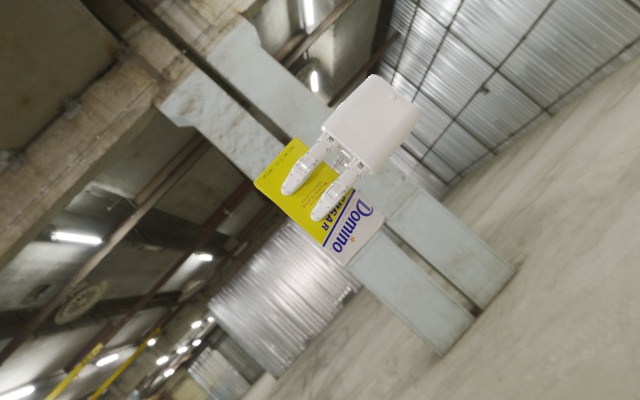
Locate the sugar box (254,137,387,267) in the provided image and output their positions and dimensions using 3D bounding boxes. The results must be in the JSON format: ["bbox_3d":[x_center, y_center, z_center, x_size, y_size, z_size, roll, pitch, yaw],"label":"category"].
[{"bbox_3d":[0.000,0.002,0.684,0.176,0.093,0.048,41,-3,7],"label":"sugar box"}]
